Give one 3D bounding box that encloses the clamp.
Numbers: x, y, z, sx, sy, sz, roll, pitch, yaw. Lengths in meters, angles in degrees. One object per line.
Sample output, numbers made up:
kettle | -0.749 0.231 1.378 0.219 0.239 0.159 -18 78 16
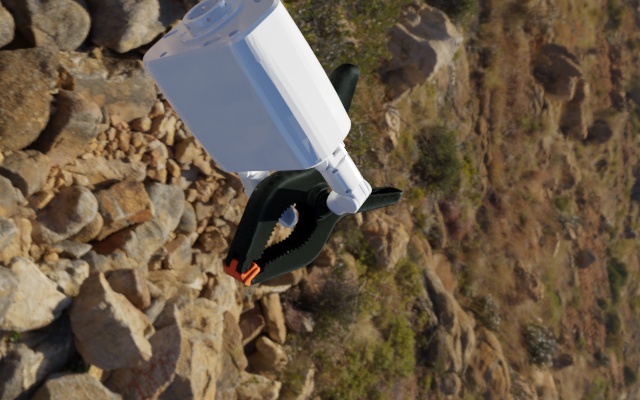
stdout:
clamp | 0.000 0.002 0.443 0.036 0.210 0.165 17 -29 45
